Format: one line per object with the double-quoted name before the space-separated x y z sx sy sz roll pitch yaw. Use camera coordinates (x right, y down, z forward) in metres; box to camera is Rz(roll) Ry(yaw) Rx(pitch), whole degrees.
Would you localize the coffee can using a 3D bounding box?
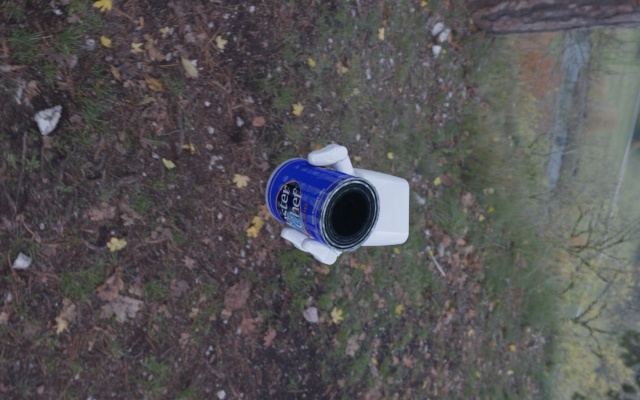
"coffee can" 0.000 0.002 0.679 0.103 0.103 0.140 0 14 -37
